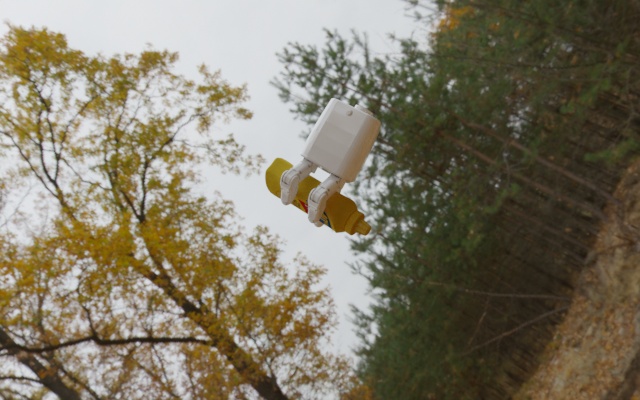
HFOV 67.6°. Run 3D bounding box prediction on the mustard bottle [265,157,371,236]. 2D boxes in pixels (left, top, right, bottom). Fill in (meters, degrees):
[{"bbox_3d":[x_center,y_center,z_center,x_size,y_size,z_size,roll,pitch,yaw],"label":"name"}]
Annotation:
[{"bbox_3d":[0.000,0.003,0.789,0.191,0.058,0.096,31,-18,22],"label":"mustard bottle"}]
